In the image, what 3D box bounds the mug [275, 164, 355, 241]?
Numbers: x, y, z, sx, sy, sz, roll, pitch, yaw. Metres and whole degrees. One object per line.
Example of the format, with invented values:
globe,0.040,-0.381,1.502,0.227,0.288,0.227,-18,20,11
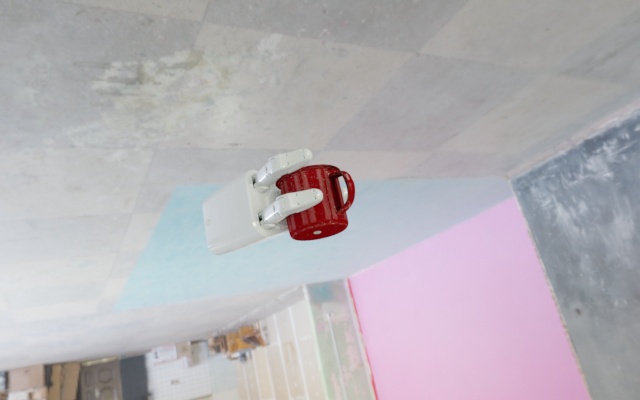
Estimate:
mug,0.001,0.002,0.644,0.117,0.081,0.093,-25,-21,35
